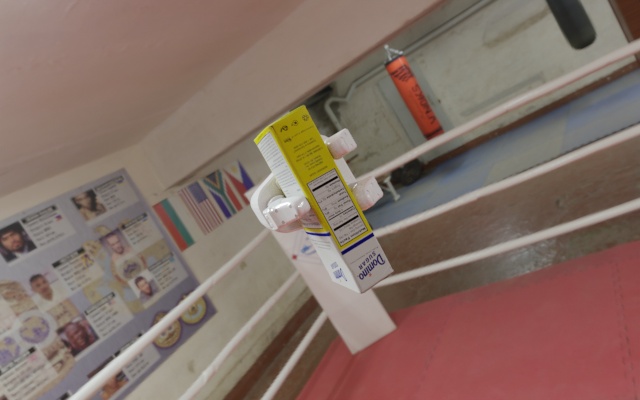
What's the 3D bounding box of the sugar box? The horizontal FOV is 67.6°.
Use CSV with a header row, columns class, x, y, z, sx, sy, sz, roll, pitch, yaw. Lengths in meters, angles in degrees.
class,x,y,z,sx,sy,sz,roll,pitch,yaw
sugar box,0.000,0.001,0.472,0.048,0.176,0.093,-33,7,-14
